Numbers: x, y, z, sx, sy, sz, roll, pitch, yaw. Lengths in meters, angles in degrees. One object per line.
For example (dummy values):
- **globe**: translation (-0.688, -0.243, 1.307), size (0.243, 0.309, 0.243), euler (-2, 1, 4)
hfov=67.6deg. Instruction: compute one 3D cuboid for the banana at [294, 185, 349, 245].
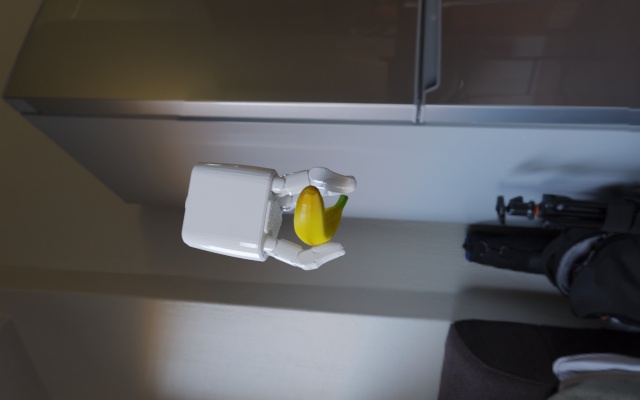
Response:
- **banana**: translation (-0.004, 0.020, 0.563), size (0.037, 0.069, 0.198), euler (14, 1, 11)
